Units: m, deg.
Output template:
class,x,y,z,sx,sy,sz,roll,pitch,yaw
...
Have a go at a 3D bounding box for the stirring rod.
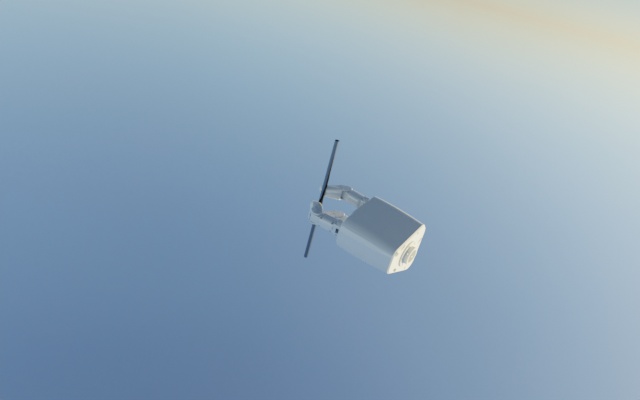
class,x,y,z,sx,sy,sz,roll,pitch,yaw
stirring rod,0.000,0.003,0.862,0.011,0.240,0.011,12,26,-6
